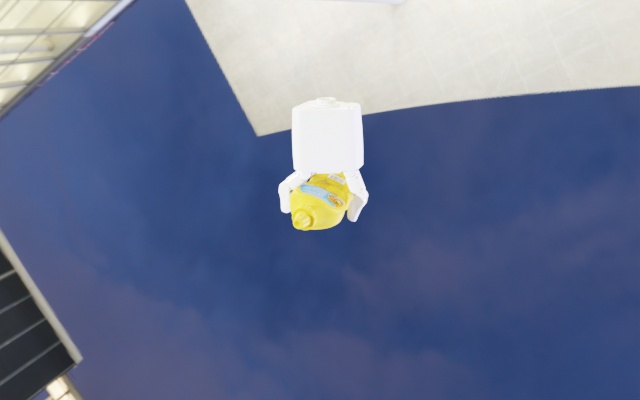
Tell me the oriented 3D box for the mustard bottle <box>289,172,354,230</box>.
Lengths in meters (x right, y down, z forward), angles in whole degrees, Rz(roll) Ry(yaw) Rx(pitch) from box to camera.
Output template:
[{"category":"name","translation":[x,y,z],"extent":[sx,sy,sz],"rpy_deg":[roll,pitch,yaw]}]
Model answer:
[{"category":"mustard bottle","translation":[0.000,0.003,0.837],"extent":[0.096,0.058,0.191],"rpy_deg":[27,29,11]}]
